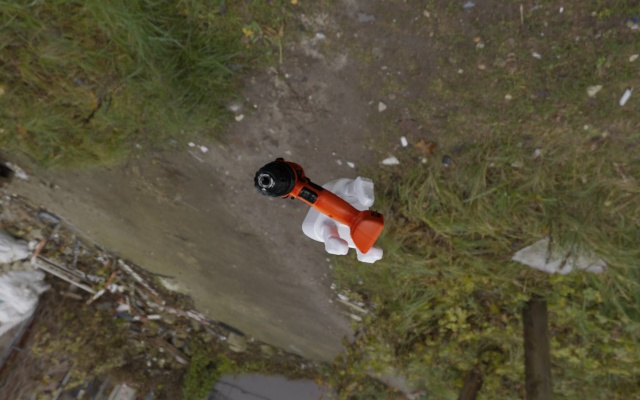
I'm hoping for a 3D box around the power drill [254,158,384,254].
[{"bbox_3d":[0.001,0.003,0.689,0.187,0.057,0.184,33,10,3],"label":"power drill"}]
